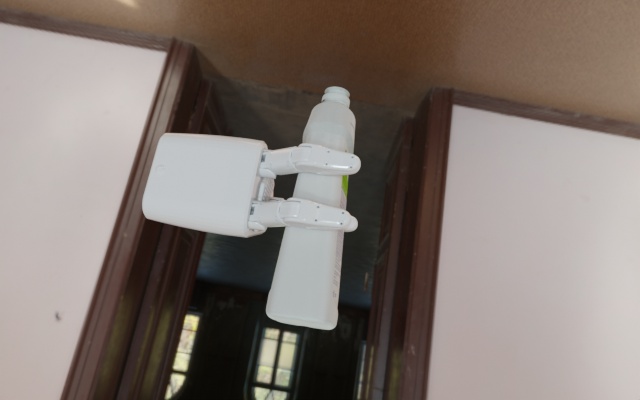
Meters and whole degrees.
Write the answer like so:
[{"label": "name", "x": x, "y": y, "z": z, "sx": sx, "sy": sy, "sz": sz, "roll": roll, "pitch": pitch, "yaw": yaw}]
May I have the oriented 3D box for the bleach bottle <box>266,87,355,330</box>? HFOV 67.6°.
[{"label": "bleach bottle", "x": 0.000, "y": 0.002, "z": 0.501, "sx": 0.068, "sy": 0.250, "sz": 0.103, "roll": 7, "pitch": -18, "yaw": 6}]
